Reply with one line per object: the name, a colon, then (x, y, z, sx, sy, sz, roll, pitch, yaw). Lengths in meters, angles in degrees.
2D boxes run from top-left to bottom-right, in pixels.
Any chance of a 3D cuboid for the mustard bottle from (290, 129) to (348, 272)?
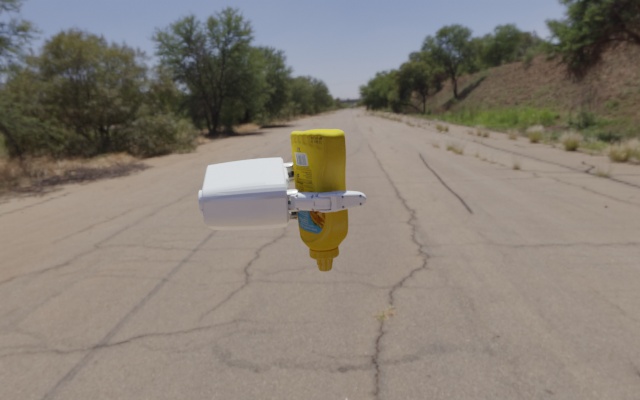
mustard bottle: (0.000, 0.002, 0.641, 0.058, 0.192, 0.096, -10, 13, -30)
